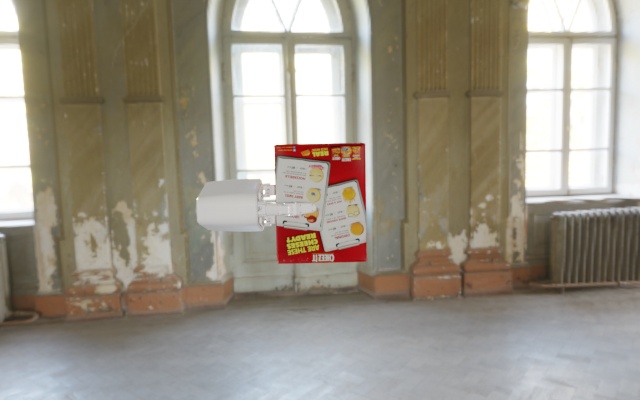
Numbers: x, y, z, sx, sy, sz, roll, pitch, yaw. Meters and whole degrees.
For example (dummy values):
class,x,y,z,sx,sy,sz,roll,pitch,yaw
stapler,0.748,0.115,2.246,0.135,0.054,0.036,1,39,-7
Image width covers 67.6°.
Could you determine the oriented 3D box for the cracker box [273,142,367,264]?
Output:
class,x,y,z,sx,sy,sz,roll,pitch,yaw
cracker box,0.000,0.003,0.873,0.164,0.214,0.072,-1,6,0
